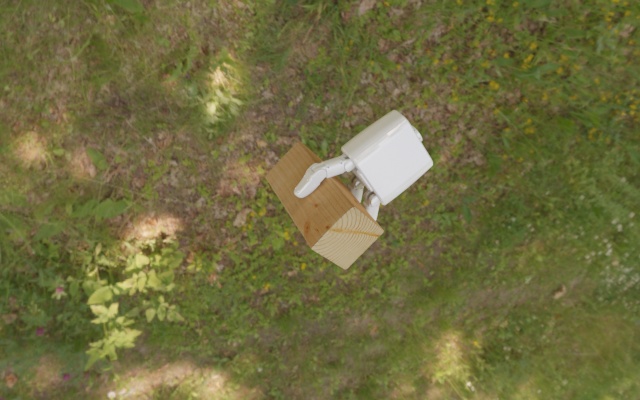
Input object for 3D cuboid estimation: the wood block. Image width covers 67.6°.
[{"bbox_3d":[0.000,0.002,0.784,0.091,0.090,0.206,37,10,-42],"label":"wood block"}]
